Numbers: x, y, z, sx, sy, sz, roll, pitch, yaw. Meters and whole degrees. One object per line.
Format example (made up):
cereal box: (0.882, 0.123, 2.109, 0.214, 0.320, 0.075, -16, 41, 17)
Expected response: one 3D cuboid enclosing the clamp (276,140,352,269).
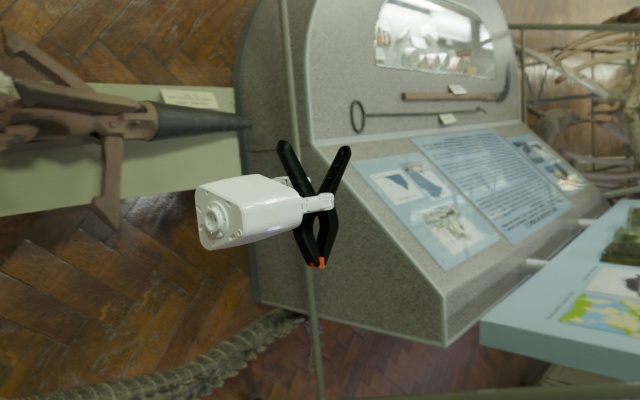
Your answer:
clamp: (0.001, 0.003, 0.777, 0.036, 0.210, 0.164, 3, 11, 43)
